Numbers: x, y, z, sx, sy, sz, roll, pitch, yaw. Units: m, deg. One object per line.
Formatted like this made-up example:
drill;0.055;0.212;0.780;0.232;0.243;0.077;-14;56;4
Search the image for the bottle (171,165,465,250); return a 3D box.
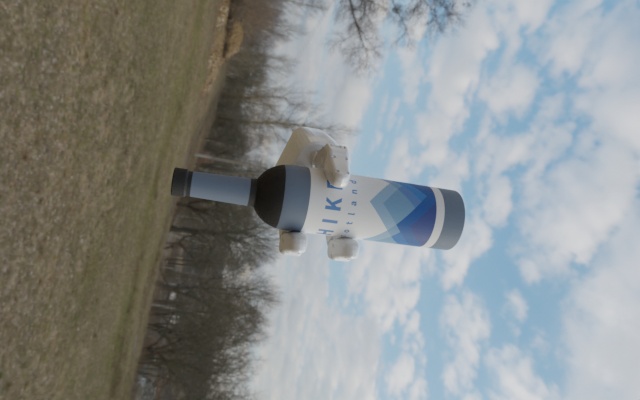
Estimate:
bottle;0.000;0.002;0.492;0.296;0.069;0.069;8;-2;-13
